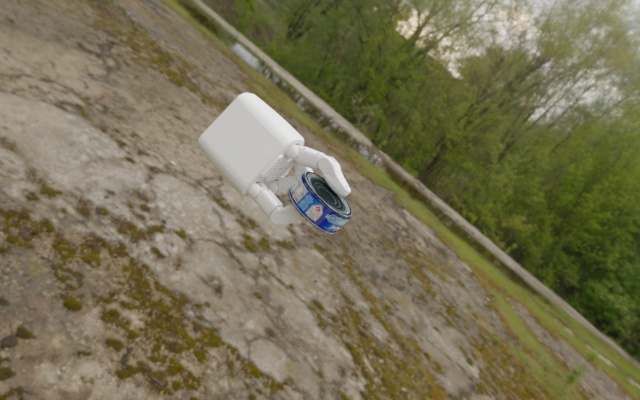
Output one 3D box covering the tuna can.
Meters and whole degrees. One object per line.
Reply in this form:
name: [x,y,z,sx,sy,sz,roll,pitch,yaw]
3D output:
tuna can: [0.001,0.002,0.624,0.034,0.086,0.086,-46,-17,17]
